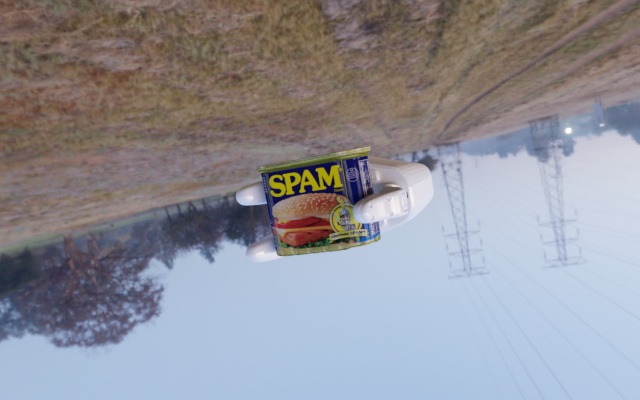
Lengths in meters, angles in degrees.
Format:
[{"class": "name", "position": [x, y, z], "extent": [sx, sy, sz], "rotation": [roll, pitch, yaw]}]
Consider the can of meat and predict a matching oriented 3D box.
[{"class": "can of meat", "position": [0.000, 0.002, 0.433], "extent": [0.102, 0.084, 0.057], "rotation": [-8, 5, 23]}]
